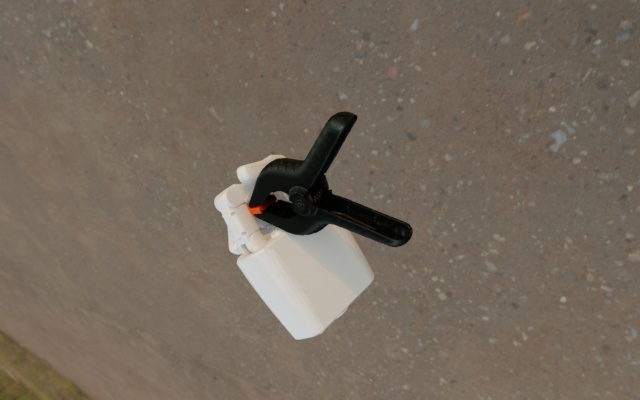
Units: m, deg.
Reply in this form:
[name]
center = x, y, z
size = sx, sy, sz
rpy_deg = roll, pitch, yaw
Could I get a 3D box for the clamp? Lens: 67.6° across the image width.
[clamp]
center = 0.000, 0.002, 0.428
size = 0.039, 0.120, 0.171
rpy_deg = -35, 9, -38
